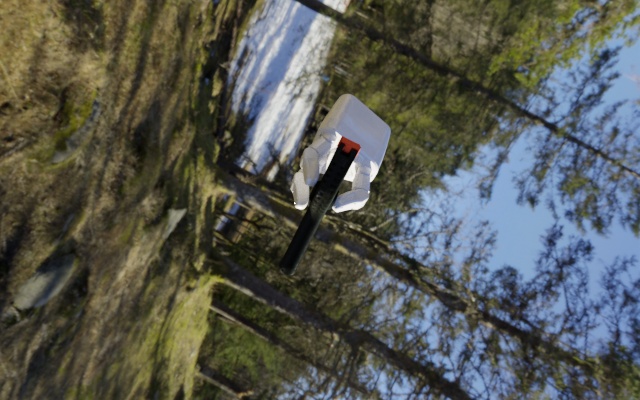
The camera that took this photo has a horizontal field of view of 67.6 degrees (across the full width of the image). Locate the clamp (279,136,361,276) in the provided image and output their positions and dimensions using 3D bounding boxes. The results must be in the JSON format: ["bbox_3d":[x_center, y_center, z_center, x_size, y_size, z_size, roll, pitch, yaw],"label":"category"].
[{"bbox_3d":[0.001,0.002,0.668,0.036,0.164,0.210,26,-42,-2],"label":"clamp"}]
